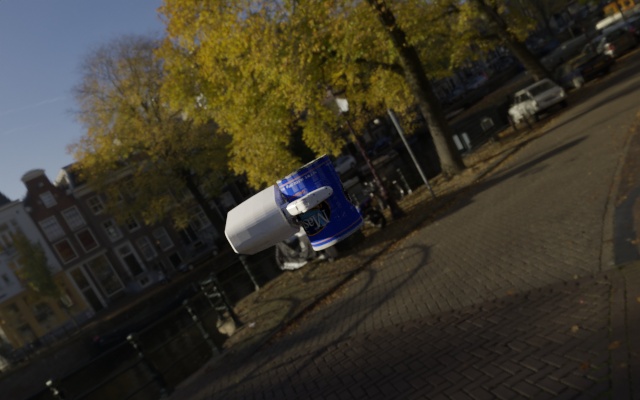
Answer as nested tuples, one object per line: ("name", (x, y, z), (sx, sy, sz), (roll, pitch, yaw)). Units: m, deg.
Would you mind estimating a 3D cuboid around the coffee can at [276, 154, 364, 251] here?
("coffee can", (0.000, 0.003, 0.847), (0.103, 0.140, 0.103), (-29, 6, 3))
